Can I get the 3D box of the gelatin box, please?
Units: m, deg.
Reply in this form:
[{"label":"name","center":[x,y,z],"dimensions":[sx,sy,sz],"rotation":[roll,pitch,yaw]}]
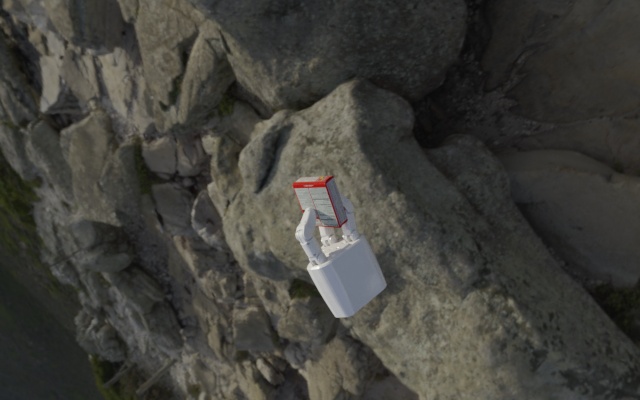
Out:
[{"label":"gelatin box","center":[0.000,0.003,0.820],"dimensions":[0.073,0.089,0.030],"rotation":[0,30,39]}]
